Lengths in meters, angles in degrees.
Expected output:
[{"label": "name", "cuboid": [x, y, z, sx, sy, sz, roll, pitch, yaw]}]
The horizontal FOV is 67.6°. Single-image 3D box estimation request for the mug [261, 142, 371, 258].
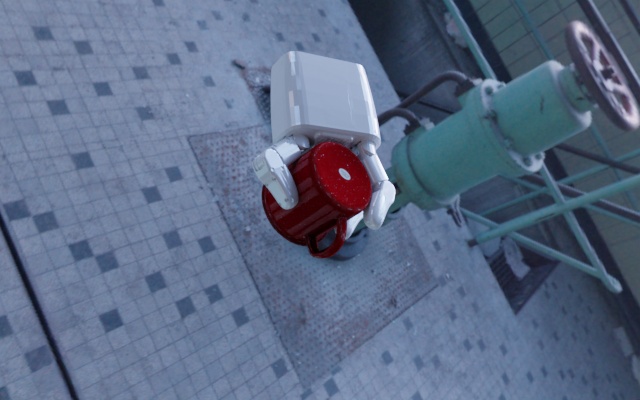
[{"label": "mug", "cuboid": [0.000, 0.003, 0.496, 0.093, 0.117, 0.081, 14, -33, -37]}]
